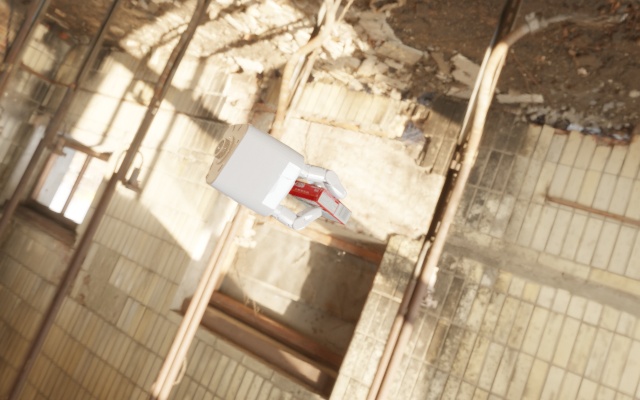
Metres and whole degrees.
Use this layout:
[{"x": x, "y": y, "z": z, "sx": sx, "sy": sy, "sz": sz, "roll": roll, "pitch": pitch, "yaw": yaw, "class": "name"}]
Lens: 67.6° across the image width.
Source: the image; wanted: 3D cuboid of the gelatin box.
[{"x": 0.000, "y": 0.003, "z": 0.812, "sx": 0.073, "sy": 0.030, "sz": 0.089, "roll": 17, "pitch": -17, "yaw": 47, "class": "gelatin box"}]
